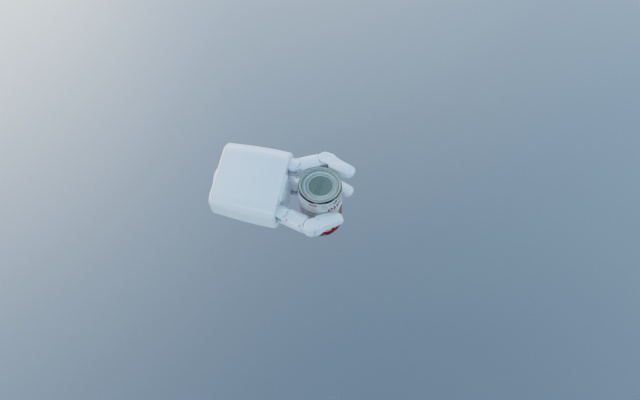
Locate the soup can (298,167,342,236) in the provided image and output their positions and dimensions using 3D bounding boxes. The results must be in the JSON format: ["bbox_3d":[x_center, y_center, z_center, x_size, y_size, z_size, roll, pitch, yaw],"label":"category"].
[{"bbox_3d":[0.001,0.003,0.747,0.068,0.068,0.102,0,-32,1],"label":"soup can"}]
